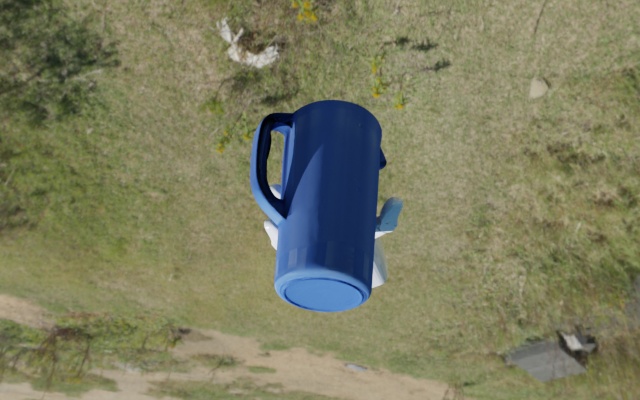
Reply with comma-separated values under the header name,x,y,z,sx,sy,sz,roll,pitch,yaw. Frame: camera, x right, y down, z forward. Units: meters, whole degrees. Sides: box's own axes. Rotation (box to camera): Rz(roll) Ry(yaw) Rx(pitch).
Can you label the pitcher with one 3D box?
name,x,y,z,sx,sy,sz,roll,pitch,yaw
pitcher,0.000,0.002,0.584,0.149,0.242,0.145,-6,-36,15
